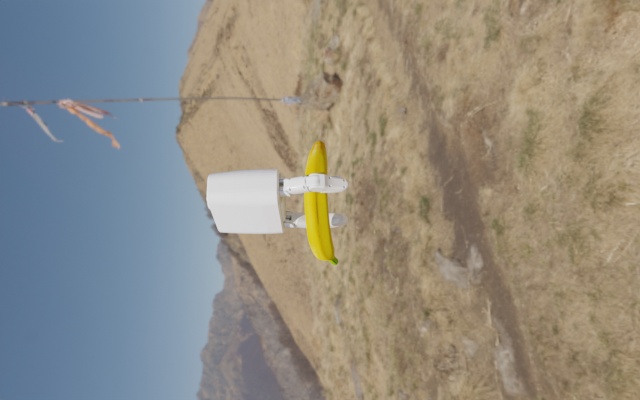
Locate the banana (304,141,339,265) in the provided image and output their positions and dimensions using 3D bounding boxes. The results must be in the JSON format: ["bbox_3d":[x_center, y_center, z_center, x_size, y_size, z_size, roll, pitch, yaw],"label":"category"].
[{"bbox_3d":[-0.003,0.007,0.727,0.037,0.198,0.069,-4,3,11],"label":"banana"}]
